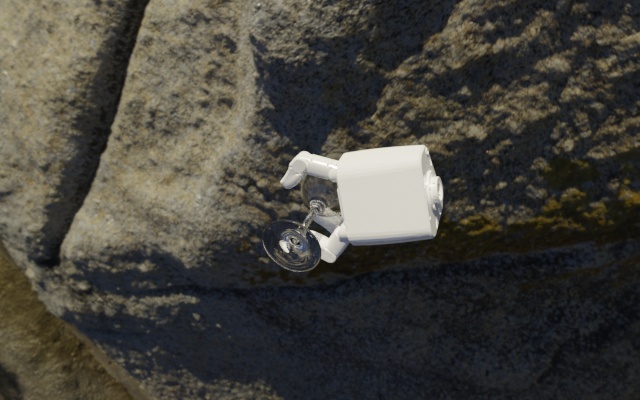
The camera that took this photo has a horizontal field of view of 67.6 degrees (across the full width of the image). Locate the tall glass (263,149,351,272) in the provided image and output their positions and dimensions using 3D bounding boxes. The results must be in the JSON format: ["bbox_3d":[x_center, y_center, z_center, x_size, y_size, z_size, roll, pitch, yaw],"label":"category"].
[{"bbox_3d":[0.000,0.002,0.633,0.079,0.079,0.201,0,32,23],"label":"tall glass"}]
